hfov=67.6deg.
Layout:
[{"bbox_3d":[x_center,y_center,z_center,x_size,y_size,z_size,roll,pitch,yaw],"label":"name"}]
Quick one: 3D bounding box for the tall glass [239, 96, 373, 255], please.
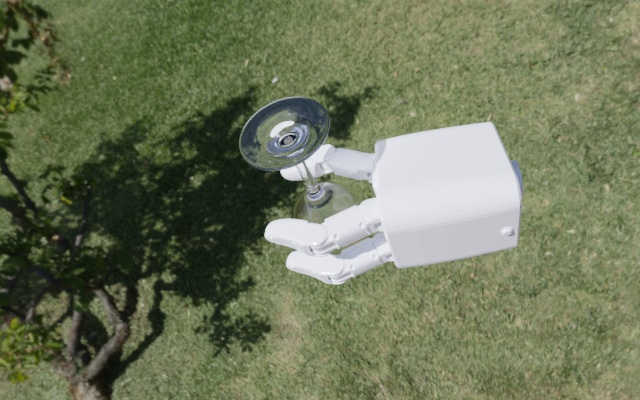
[{"bbox_3d":[0.000,0.001,0.444,0.079,0.079,0.201,0,-33,20],"label":"tall glass"}]
